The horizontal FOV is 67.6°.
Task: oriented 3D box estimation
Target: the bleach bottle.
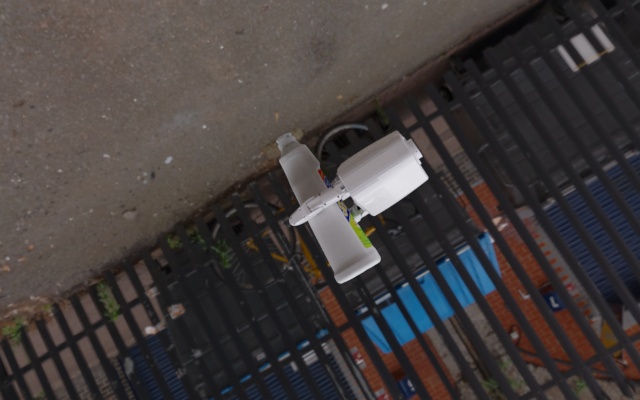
[{"bbox_3d":[0.000,0.003,0.748,0.068,0.250,0.102,-33,-11,12],"label":"bleach bottle"}]
